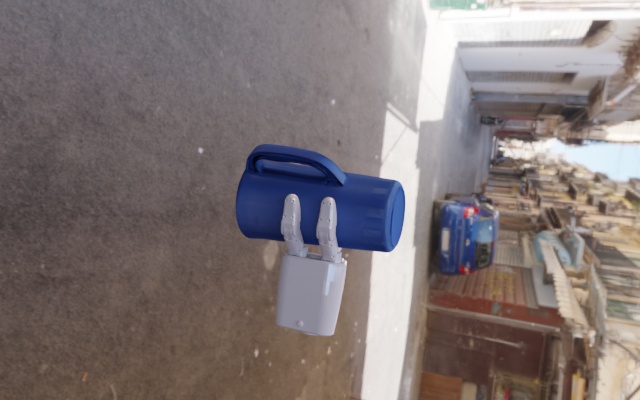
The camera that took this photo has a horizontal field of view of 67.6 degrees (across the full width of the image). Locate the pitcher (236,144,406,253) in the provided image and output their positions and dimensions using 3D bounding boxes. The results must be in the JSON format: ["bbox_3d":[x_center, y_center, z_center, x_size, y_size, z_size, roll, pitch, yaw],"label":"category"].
[{"bbox_3d":[0.000,0.003,0.732,0.243,0.145,0.149,7,-3,21],"label":"pitcher"}]
